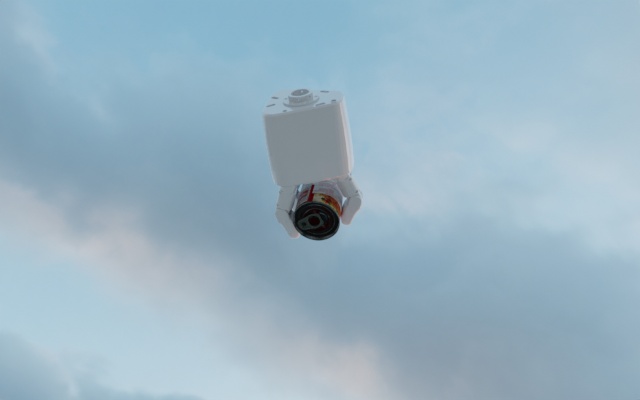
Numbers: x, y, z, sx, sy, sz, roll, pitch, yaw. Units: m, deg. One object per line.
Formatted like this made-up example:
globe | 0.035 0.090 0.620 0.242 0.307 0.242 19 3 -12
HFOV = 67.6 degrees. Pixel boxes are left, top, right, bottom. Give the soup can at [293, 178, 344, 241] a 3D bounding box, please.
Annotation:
soup can | 0.000 0.003 0.716 0.068 0.068 0.102 0 34 9
